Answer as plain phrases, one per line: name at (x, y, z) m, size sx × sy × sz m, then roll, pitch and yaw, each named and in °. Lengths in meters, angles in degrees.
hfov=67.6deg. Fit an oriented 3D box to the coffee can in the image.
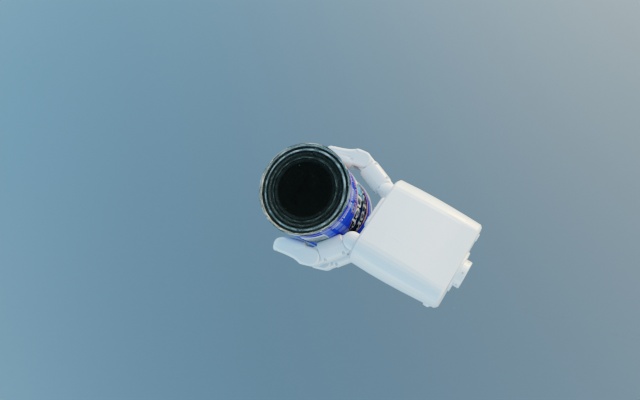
coffee can at (0.000, 0.002, 0.572) m, size 0.103 × 0.102 × 0.140 m, roll 0°, pitch -12°, yaw 15°
